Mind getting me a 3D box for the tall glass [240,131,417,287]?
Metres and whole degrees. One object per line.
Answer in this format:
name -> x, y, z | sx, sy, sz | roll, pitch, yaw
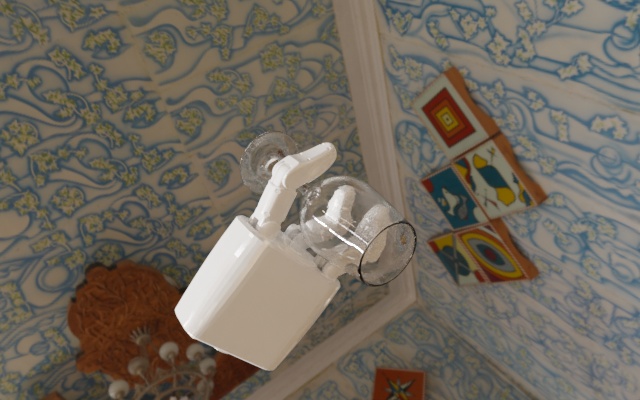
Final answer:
tall glass -> 0.000, 0.001, 0.457 | 0.079, 0.079, 0.201 | 0, 25, -39
